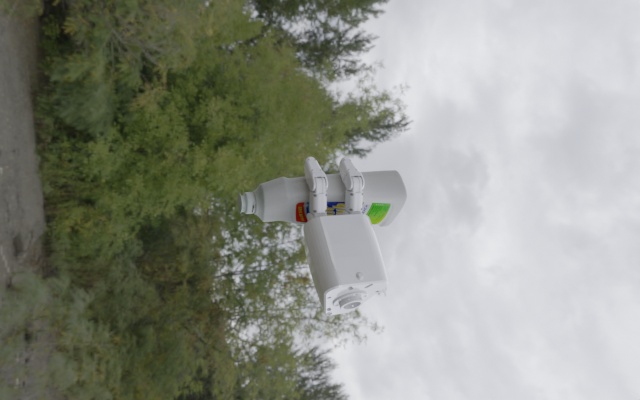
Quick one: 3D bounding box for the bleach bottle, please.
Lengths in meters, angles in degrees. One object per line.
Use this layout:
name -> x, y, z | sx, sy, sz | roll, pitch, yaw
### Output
bleach bottle -> 0.000, 0.002, 0.726 | 0.251, 0.068, 0.103 | -3, -32, -21
